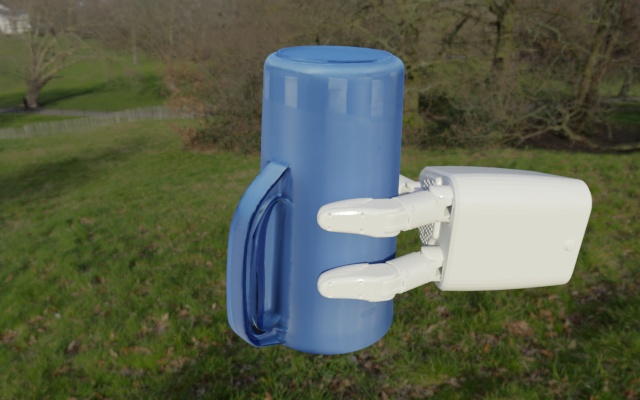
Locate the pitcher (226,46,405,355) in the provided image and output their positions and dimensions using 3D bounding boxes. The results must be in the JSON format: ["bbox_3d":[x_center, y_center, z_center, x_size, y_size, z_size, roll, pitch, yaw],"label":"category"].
[{"bbox_3d":[0.000,0.001,0.404,0.145,0.243,0.149,1,24,-1],"label":"pitcher"}]
